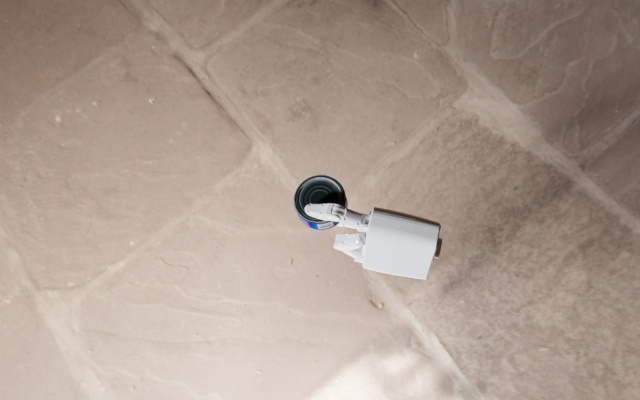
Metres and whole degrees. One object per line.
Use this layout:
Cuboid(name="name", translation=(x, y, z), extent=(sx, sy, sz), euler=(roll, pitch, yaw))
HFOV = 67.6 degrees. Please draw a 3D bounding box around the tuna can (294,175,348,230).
Cuboid(name="tuna can", translation=(0.000, 0.002, 0.770), extent=(0.086, 0.086, 0.034), euler=(0, -22, 8))
